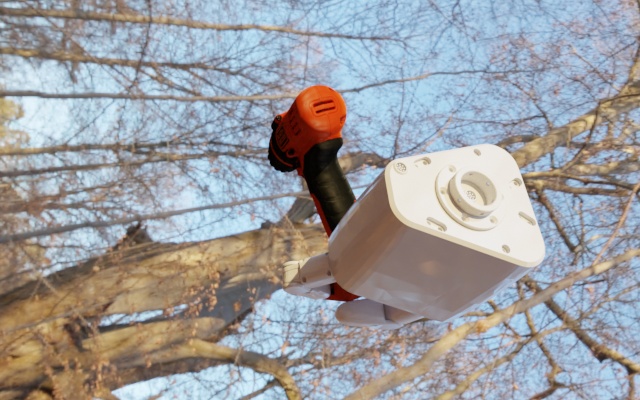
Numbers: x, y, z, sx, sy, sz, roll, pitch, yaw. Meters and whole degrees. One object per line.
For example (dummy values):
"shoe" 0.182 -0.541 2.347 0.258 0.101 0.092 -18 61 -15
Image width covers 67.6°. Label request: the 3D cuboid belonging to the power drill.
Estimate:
"power drill" 0.000 0.002 0.467 0.057 0.187 0.184 -20 -3 -16
